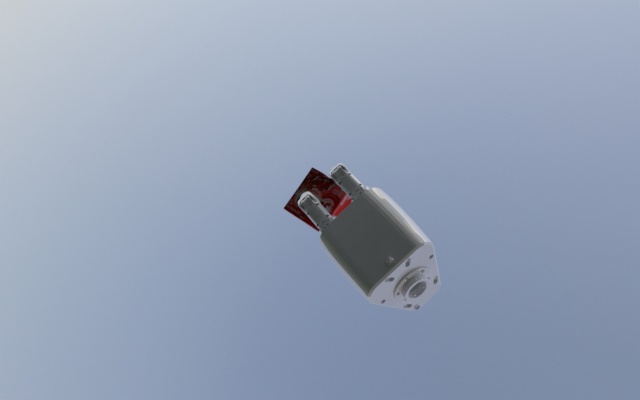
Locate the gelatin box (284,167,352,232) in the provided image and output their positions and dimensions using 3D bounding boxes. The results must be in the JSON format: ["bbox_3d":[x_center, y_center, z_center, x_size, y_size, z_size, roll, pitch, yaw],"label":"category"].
[{"bbox_3d":[0.000,0.002,0.659,0.089,0.073,0.030,31,-5,47],"label":"gelatin box"}]
